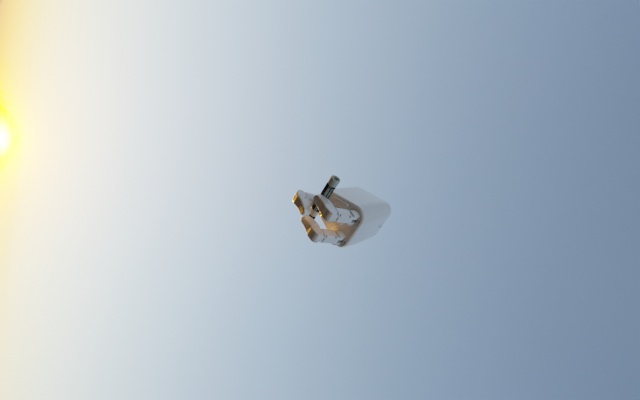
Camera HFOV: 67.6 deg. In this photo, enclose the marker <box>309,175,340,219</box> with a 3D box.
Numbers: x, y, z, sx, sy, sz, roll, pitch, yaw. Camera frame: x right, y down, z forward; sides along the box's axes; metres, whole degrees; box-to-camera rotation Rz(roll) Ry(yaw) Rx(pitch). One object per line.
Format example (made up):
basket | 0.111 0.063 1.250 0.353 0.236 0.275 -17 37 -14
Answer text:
marker | 0.000 0.003 0.899 0.020 0.121 0.020 23 32 -16
